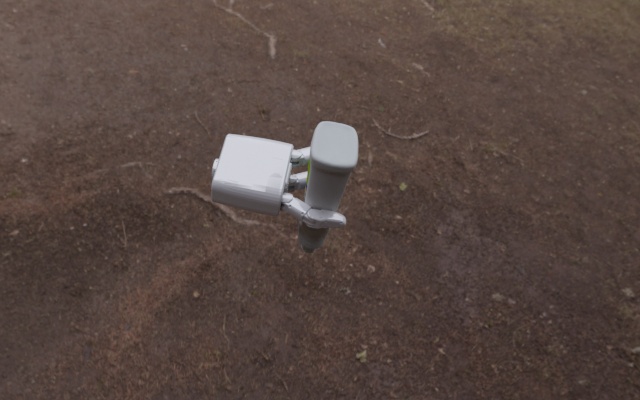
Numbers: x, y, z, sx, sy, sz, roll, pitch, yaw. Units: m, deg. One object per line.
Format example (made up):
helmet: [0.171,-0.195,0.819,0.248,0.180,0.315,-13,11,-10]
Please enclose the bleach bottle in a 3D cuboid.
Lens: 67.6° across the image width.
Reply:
bleach bottle: [0.000,0.002,0.760,0.068,0.102,0.251,11,-45,-3]
